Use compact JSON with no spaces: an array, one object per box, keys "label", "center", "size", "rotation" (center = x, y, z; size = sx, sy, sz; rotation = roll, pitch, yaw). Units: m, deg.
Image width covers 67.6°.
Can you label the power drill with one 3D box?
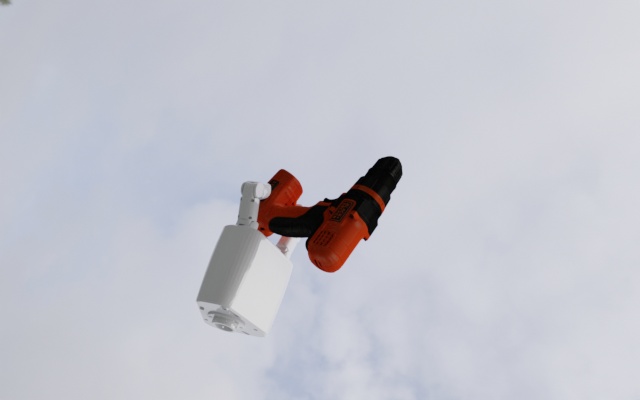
[{"label":"power drill","center":[0.000,0.002,0.641],"size":[0.187,0.057,0.184],"rotation":[9,49,44]}]
